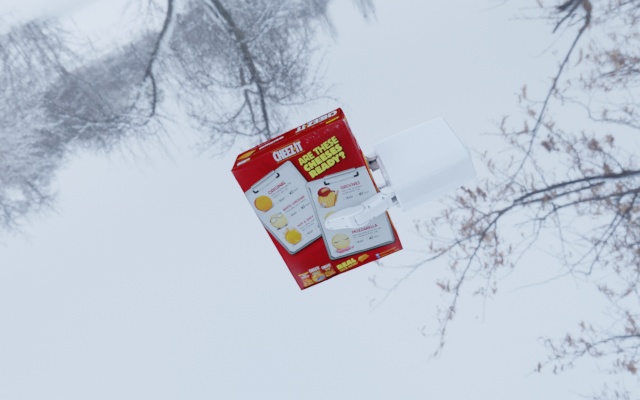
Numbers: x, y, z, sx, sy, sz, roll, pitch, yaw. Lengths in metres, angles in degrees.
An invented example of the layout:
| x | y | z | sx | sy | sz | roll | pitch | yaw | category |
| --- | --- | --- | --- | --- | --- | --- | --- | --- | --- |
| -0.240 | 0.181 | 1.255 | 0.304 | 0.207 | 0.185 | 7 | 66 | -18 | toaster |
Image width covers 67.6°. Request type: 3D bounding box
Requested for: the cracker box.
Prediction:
| x | y | z | sx | sy | sz | roll | pitch | yaw | category |
| --- | --- | --- | --- | --- | --- | --- | --- | --- | --- |
| 0.000 | 0.002 | 0.672 | 0.164 | 0.214 | 0.072 | -24 | 24 | 8 | cracker box |
